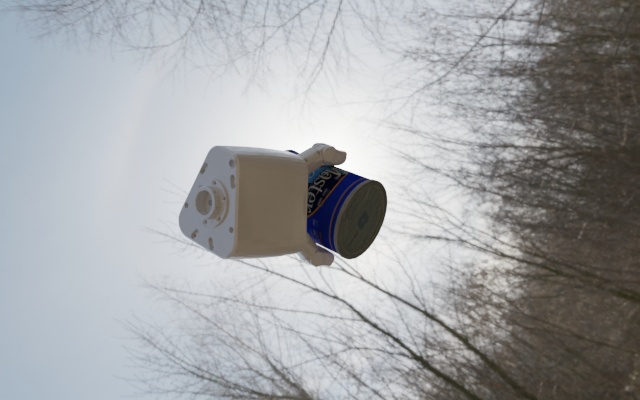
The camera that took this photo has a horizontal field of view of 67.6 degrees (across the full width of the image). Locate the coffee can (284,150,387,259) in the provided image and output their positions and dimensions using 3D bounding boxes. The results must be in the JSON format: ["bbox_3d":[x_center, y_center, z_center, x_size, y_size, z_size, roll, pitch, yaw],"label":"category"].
[{"bbox_3d":[0.000,0.002,0.618,0.140,0.103,0.103,23,13,34],"label":"coffee can"}]
